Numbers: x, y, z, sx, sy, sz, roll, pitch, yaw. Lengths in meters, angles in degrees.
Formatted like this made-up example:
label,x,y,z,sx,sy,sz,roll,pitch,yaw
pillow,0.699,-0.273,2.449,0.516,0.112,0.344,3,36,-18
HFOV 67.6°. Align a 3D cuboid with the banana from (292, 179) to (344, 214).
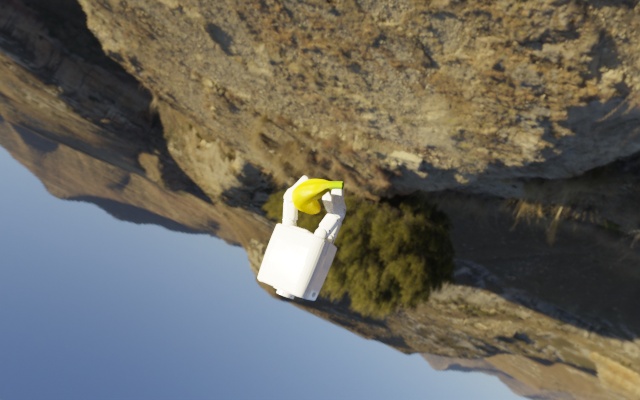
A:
label,x,y,z,sx,sy,sz,roll,pitch,yaw
banana,-0.017,-0.003,0.822,0.069,0.037,0.198,16,-13,-8
